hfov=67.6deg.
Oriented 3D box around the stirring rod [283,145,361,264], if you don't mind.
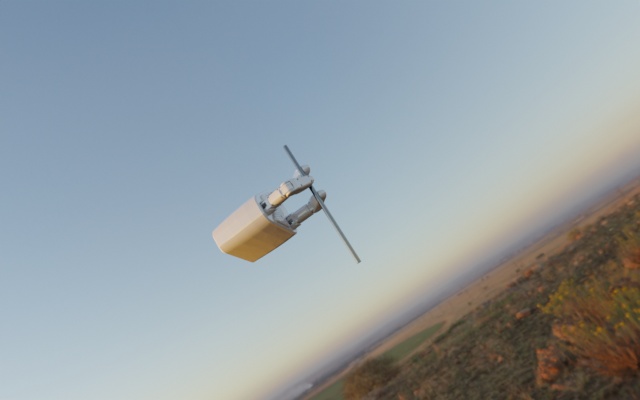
[{"bbox_3d":[0.000,0.003,0.803,0.011,0.239,0.011,-30,-16,-9],"label":"stirring rod"}]
